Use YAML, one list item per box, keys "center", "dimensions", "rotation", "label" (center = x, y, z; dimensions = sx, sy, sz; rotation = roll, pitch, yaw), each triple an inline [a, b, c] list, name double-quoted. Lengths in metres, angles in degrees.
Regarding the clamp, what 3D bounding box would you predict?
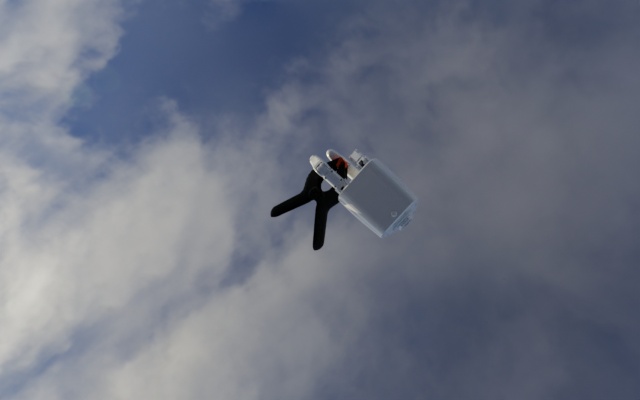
- center: [0.000, 0.003, 0.872]
  dimensions: [0.120, 0.171, 0.039]
  rotation: [44, 8, 13]
  label: "clamp"
